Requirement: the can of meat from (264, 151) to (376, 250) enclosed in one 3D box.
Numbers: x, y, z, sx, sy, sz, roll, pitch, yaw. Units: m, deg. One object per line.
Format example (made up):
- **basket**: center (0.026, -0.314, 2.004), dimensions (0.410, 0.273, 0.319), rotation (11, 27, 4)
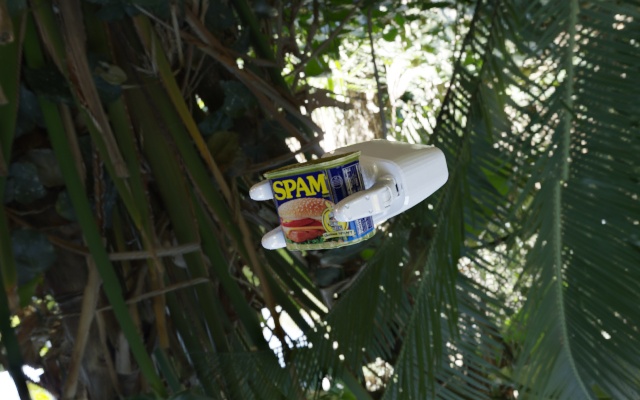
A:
- **can of meat**: center (0.000, 0.002, 0.483), dimensions (0.102, 0.084, 0.057), rotation (-7, 11, 38)
